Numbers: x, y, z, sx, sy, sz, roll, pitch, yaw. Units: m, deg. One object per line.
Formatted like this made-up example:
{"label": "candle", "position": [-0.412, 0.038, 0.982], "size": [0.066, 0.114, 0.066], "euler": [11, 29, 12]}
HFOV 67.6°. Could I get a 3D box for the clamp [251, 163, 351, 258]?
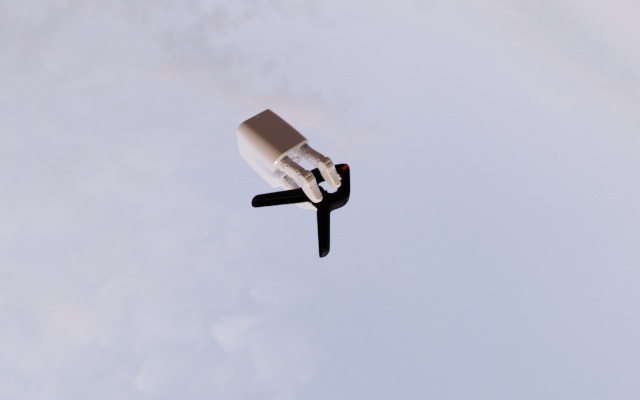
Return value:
{"label": "clamp", "position": [0.000, 0.003, 0.880], "size": [0.210, 0.164, 0.036], "euler": [-38, -17, -36]}
